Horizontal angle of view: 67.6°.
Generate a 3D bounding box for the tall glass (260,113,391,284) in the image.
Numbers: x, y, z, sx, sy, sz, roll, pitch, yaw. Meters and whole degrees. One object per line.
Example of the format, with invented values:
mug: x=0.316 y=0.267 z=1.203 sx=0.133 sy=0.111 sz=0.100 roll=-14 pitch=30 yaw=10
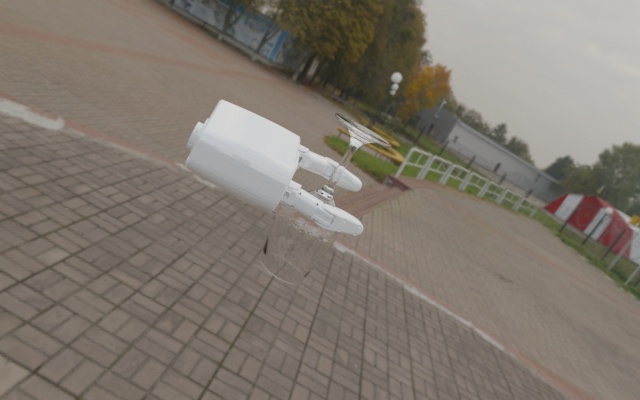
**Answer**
tall glass: x=0.001 y=0.001 z=0.570 sx=0.079 sy=0.201 sz=0.079 roll=28 pitch=15 yaw=-8
